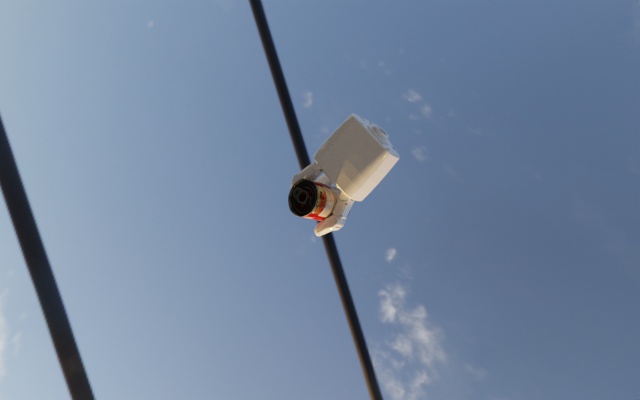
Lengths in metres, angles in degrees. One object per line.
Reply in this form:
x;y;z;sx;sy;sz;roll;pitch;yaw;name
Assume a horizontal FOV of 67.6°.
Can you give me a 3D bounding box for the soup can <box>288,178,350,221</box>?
0.000;0.003;0.864;0.068;0.068;0.102;0;-9;39;soup can
